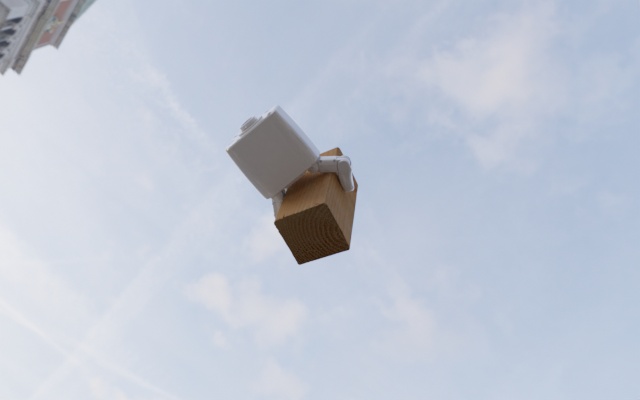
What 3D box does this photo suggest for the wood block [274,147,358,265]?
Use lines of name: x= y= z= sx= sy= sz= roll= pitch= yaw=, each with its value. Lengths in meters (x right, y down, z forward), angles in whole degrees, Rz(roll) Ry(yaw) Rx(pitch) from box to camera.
wood block: x=0.000 y=0.002 z=0.799 sx=0.091 sy=0.090 sz=0.206 roll=-20 pitch=25 yaw=19
